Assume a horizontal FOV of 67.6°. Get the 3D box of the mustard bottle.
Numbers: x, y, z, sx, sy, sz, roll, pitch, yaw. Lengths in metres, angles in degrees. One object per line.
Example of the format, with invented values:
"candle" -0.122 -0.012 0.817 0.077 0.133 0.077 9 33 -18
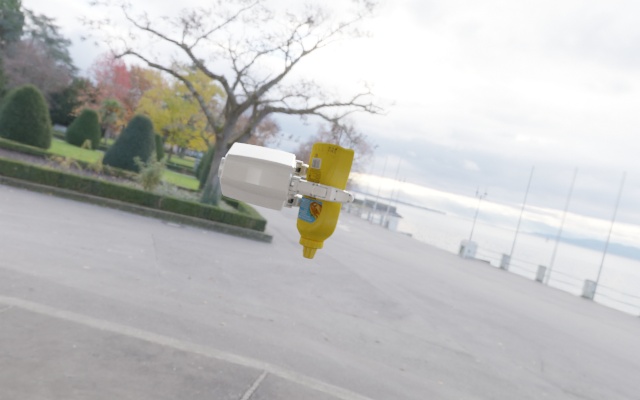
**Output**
"mustard bottle" 0.001 0.002 0.793 0.058 0.191 0.096 12 2 -30
